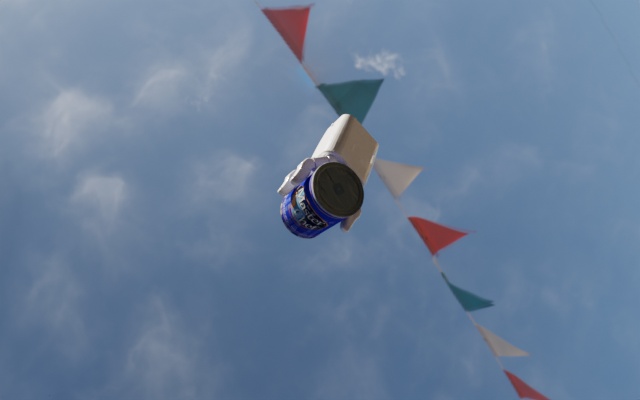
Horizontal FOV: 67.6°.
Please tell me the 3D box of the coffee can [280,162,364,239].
[{"bbox_3d":[0.000,0.003,0.880,0.103,0.102,0.140,0,-20,-30],"label":"coffee can"}]
